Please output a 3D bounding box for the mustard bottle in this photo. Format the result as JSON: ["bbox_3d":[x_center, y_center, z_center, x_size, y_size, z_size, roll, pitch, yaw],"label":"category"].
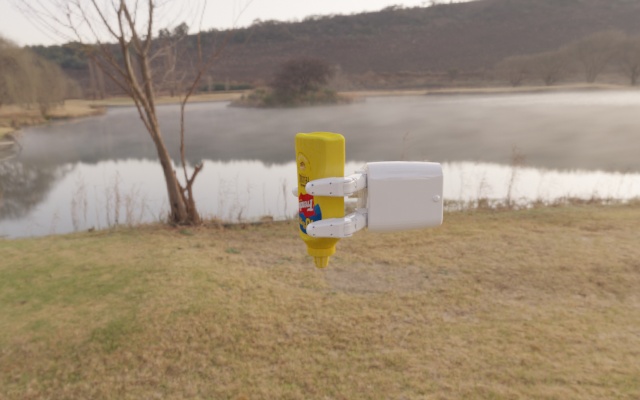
[{"bbox_3d":[0.000,0.002,0.674,0.058,0.192,0.096,-8,15,-26],"label":"mustard bottle"}]
